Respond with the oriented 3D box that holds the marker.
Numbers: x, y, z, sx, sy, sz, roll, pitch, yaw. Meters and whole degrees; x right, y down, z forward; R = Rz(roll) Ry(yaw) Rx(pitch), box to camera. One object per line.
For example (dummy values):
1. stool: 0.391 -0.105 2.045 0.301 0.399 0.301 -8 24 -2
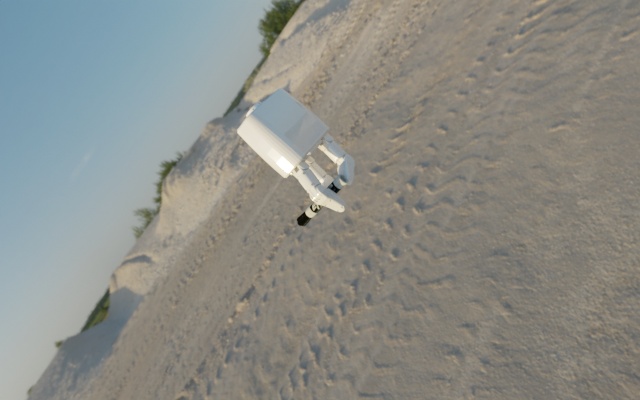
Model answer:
1. marker: 0.000 0.003 0.769 0.020 0.020 0.121 0 -37 -48
